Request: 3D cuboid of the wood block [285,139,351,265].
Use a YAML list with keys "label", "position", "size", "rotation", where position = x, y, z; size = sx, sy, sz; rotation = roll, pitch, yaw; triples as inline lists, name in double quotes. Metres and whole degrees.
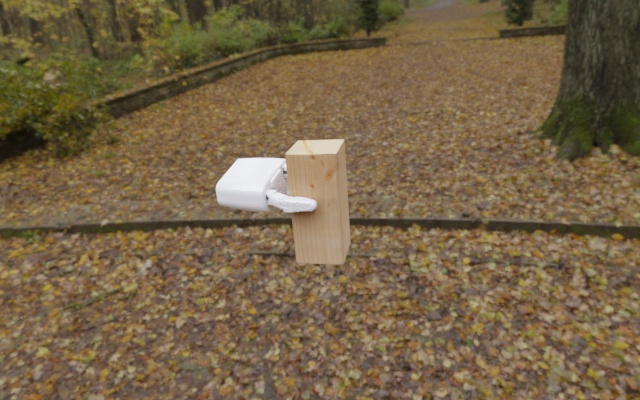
- label: "wood block"
  position: [0.000, 0.003, 0.859]
  size: [0.090, 0.206, 0.090]
  rotation: [0, 22, 13]
